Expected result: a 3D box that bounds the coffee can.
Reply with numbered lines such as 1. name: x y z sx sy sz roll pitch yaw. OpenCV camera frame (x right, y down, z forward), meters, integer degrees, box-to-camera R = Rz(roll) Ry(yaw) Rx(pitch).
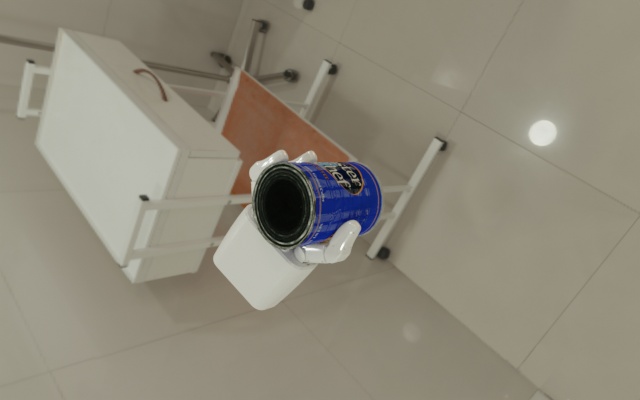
1. coffee can: 0.000 0.002 0.601 0.103 0.103 0.140 0 3 40
